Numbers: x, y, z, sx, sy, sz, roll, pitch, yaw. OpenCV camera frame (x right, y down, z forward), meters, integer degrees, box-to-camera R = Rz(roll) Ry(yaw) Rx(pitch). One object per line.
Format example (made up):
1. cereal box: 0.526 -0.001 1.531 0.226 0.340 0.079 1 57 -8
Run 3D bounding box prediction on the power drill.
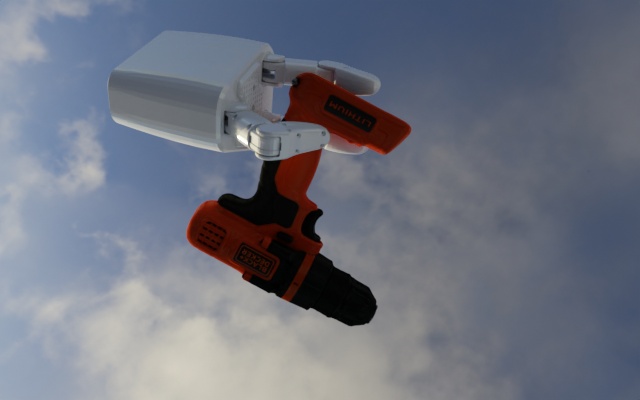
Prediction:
1. power drill: 0.000 0.001 0.414 0.184 0.188 0.057 28 9 -5
